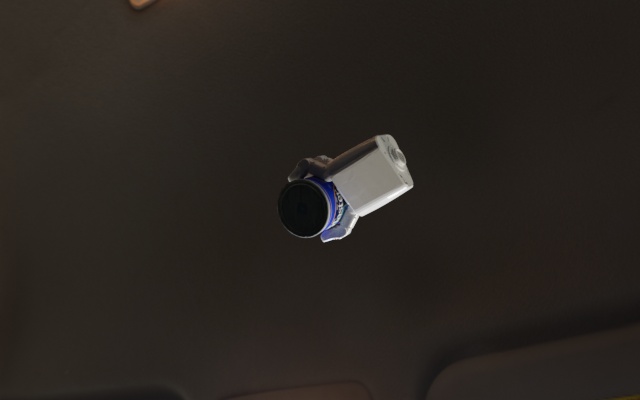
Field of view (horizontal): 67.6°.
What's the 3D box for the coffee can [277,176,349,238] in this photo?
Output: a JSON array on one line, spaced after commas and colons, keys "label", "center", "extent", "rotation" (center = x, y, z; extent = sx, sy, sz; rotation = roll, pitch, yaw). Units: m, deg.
[{"label": "coffee can", "center": [0.000, 0.003, 0.881], "extent": [0.103, 0.103, 0.140], "rotation": [0, 10, 28]}]
